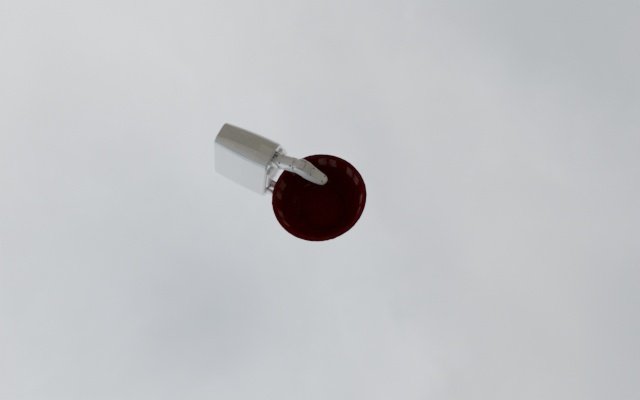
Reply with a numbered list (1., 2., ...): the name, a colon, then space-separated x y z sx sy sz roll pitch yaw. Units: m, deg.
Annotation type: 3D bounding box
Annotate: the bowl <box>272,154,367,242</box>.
1. bowl: 0.001 0.004 0.825 0.162 0.162 0.055 0 -24 8
